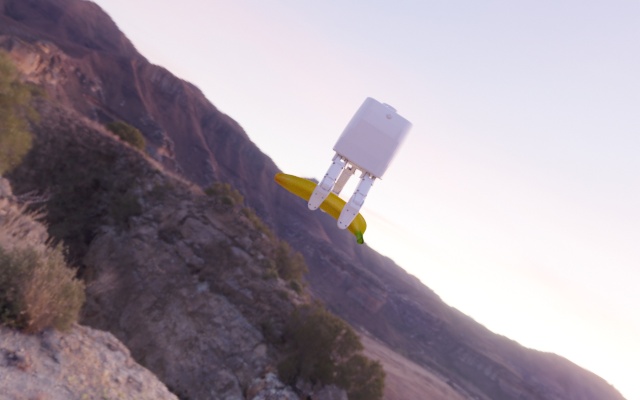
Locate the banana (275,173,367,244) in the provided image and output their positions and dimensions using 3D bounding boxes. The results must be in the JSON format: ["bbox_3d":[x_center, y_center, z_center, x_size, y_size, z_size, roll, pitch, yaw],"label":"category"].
[{"bbox_3d":[0.010,0.004,0.827,0.197,0.037,0.069,35,14,19],"label":"banana"}]
